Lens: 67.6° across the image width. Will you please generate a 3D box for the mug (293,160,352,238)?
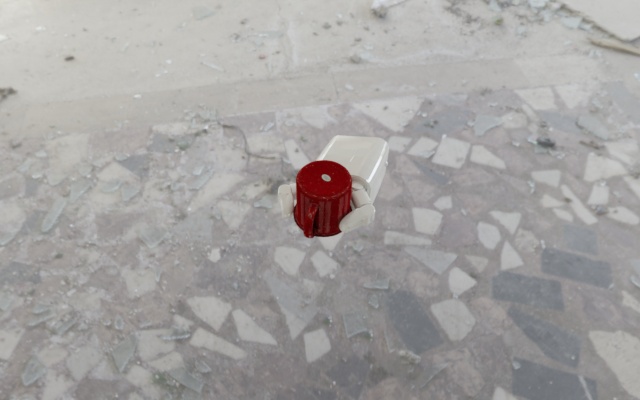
[{"bbox_3d":[-0.001,0.003,0.704,0.093,0.117,0.082,18,-39,14],"label":"mug"}]
